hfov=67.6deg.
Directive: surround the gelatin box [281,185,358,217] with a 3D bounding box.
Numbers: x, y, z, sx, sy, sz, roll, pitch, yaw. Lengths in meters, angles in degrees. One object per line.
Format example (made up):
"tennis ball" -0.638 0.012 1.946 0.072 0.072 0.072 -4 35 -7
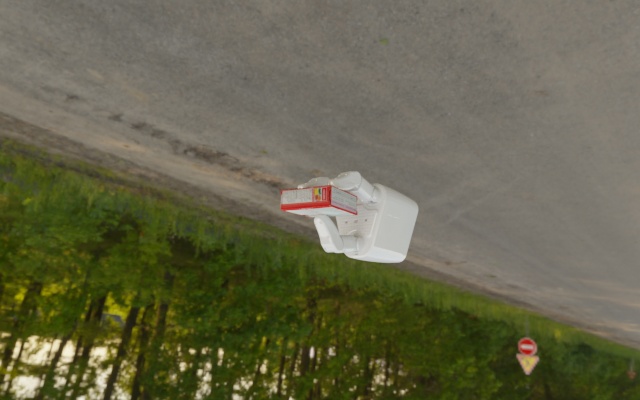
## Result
"gelatin box" 0.000 0.002 0.638 0.073 0.030 0.089 -4 -10 27
